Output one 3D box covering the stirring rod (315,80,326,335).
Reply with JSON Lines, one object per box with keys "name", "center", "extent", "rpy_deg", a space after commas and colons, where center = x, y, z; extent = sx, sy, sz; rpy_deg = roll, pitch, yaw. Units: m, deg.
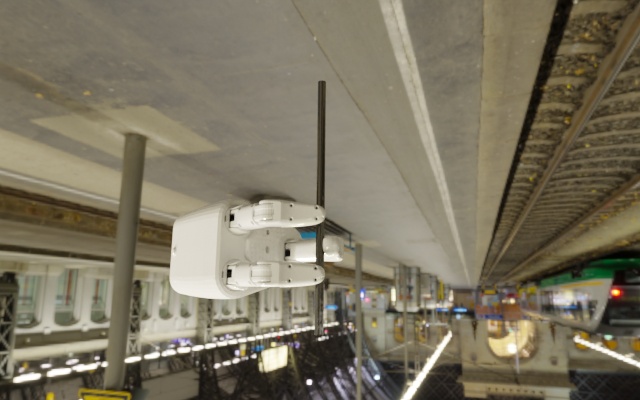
{"name": "stirring rod", "center": [0.000, 0.001, 0.447], "extent": [0.011, 0.239, 0.011], "rpy_deg": [1, -11, 0]}
